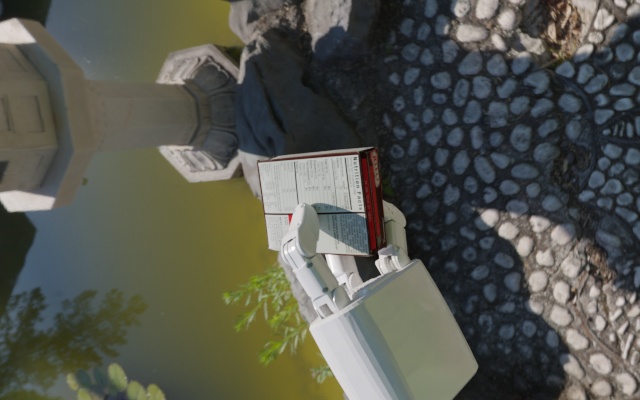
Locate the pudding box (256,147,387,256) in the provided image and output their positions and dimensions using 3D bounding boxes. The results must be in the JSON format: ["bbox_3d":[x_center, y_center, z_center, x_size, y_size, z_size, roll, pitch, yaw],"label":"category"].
[{"bbox_3d":[0.000,0.001,0.429,0.113,0.090,0.039,-1,9,31],"label":"pudding box"}]
